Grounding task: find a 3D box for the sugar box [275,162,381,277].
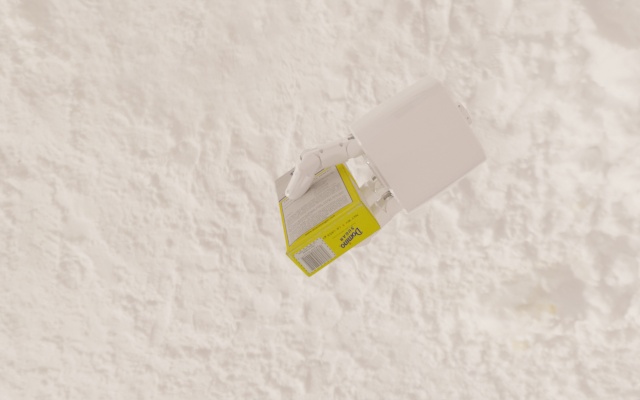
[{"bbox_3d":[0.001,0.002,0.544,0.093,0.048,0.176,-34,24,9],"label":"sugar box"}]
